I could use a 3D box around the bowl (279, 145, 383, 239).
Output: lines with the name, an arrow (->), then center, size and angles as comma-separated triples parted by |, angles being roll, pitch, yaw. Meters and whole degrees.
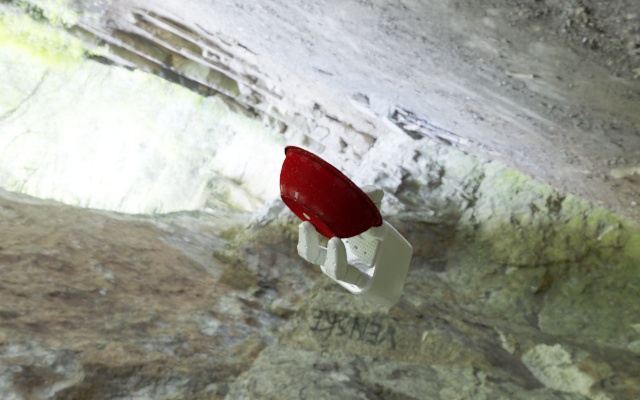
bowl -> -0.001, 0.002, 0.619 | 0.162, 0.055, 0.162 | 37, -13, 10
